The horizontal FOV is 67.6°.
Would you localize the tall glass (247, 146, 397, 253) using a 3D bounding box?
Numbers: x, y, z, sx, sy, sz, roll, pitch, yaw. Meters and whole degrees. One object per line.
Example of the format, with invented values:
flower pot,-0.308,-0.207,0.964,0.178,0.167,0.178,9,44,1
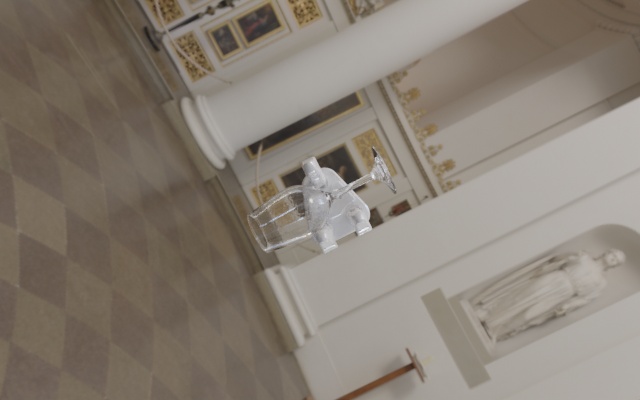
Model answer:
tall glass,0.001,0.002,0.669,0.201,0.079,0.079,-27,-1,2
